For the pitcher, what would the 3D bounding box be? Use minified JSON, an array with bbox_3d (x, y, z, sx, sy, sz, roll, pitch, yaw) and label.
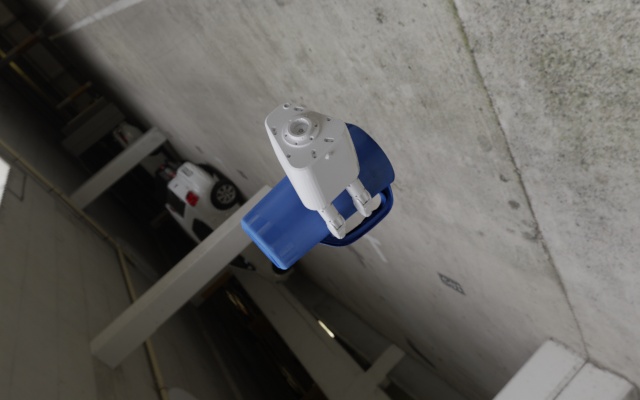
[{"bbox_3d":[0.000,0.002,0.779,0.149,0.243,0.145,42,-12,26],"label":"pitcher"}]
